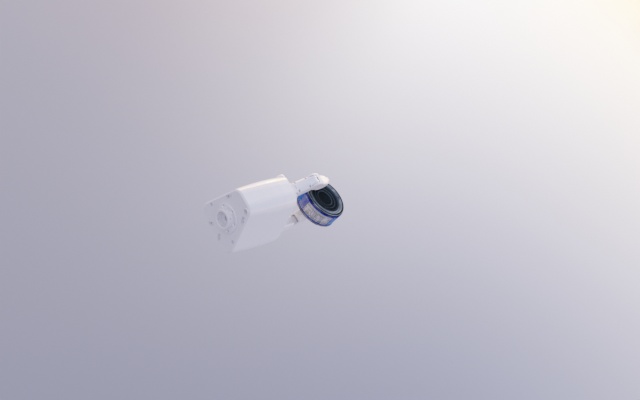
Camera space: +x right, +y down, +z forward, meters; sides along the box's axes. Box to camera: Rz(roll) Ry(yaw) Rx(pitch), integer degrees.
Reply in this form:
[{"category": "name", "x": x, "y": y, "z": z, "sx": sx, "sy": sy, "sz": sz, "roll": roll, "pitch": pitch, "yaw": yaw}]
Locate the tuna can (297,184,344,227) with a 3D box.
[{"category": "tuna can", "x": 0.001, "y": 0.002, "z": 0.859, "sx": 0.086, "sy": 0.086, "sz": 0.034, "roll": 0, "pitch": -35, "yaw": -47}]
